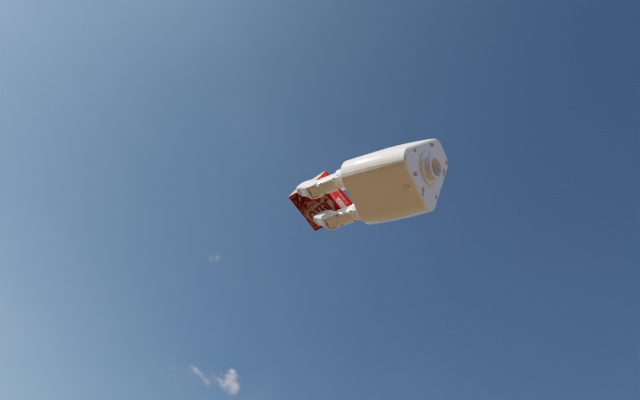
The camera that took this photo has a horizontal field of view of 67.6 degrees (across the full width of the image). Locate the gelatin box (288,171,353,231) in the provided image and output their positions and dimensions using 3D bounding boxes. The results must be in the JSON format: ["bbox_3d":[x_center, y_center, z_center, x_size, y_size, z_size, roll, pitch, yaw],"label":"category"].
[{"bbox_3d":[0.000,0.002,0.758,0.089,0.073,0.030,-29,12,50],"label":"gelatin box"}]
